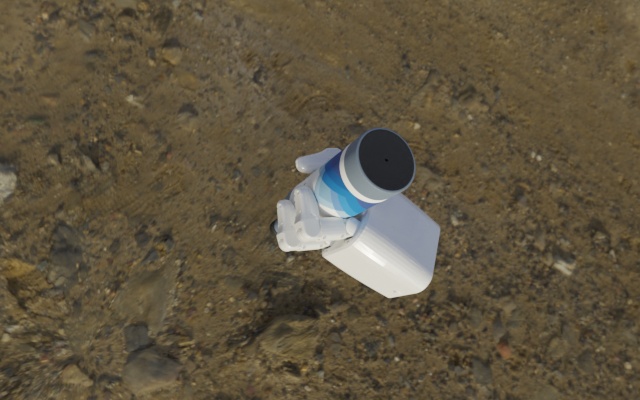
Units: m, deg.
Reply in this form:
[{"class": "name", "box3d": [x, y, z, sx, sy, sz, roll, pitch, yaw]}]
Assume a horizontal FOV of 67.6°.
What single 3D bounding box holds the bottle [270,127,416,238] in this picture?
[{"class": "bottle", "box3d": [0.000, 0.002, 0.576, 0.069, 0.069, 0.296, 0, -16, -26]}]
